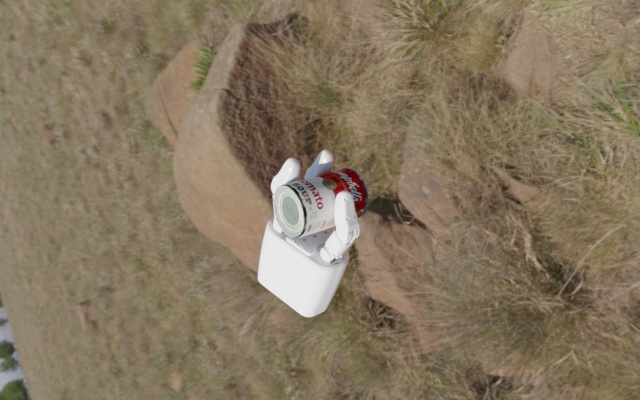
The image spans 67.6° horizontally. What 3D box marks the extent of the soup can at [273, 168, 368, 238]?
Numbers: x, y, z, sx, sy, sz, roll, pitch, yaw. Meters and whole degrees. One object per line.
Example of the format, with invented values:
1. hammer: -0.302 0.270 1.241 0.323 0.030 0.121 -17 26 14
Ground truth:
1. soup can: 0.000 0.002 0.597 0.102 0.068 0.068 -16 10 -36
